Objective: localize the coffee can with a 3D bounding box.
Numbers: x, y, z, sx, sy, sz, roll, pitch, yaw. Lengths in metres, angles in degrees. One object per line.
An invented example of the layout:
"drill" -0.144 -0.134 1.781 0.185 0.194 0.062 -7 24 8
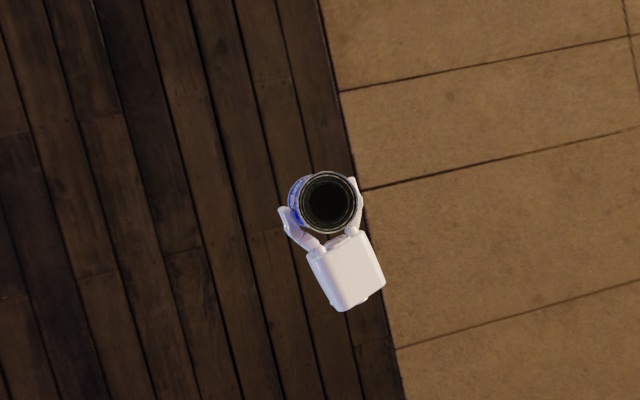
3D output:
"coffee can" 0.000 0.003 0.841 0.103 0.103 0.140 0 1 -10
